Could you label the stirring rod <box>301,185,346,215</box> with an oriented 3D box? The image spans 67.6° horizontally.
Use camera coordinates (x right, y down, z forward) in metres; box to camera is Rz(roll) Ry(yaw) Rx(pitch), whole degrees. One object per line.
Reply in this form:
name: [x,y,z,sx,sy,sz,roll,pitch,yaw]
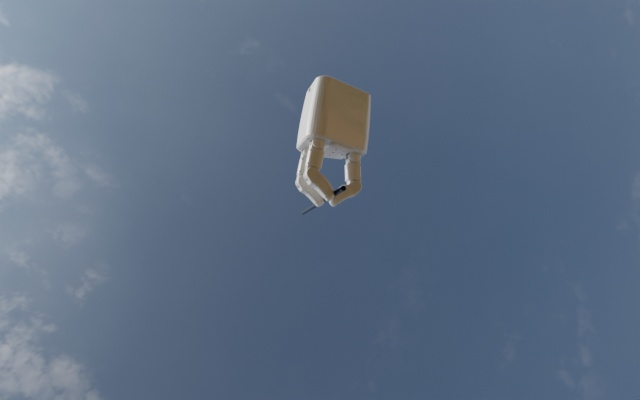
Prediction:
stirring rod: [0.000,0.003,0.815,0.011,0.011,0.239,0,-10,-17]
